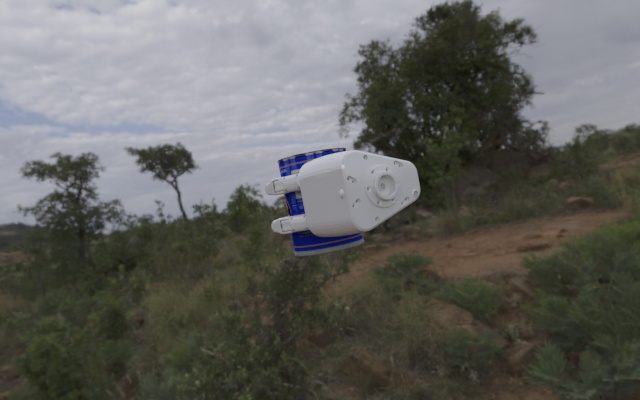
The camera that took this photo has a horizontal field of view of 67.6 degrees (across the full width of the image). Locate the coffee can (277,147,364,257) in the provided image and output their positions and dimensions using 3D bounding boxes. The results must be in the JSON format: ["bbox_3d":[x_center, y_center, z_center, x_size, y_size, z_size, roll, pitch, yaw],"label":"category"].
[{"bbox_3d":[0.000,0.002,0.697,0.103,0.140,0.103,-11,0,0],"label":"coffee can"}]
